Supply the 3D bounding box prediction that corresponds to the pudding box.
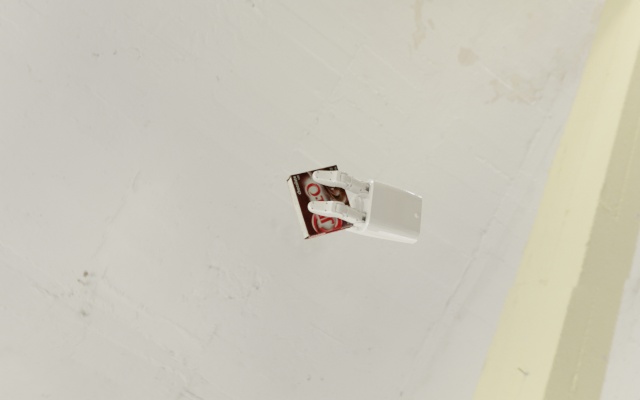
[{"bbox_3d":[0.000,0.003,0.828,0.090,0.113,0.039,-14,-12,-22],"label":"pudding box"}]
